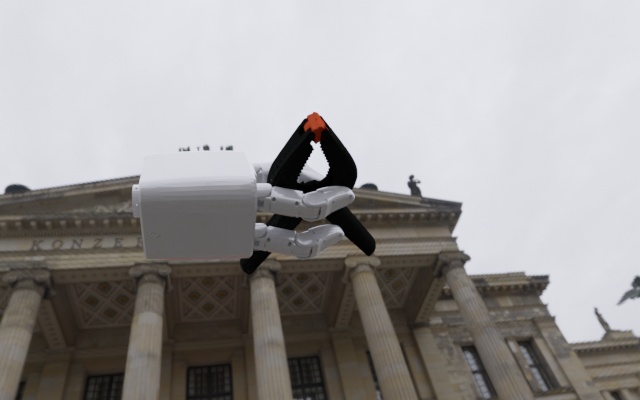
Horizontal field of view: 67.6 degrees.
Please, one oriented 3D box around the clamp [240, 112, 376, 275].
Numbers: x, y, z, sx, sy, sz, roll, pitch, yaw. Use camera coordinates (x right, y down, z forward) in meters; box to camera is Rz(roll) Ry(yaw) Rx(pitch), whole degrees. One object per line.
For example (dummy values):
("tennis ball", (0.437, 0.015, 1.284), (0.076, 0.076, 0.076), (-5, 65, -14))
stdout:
("clamp", (0.000, 0.001, 0.519), (0.164, 0.210, 0.036), (-3, 43, -17))
